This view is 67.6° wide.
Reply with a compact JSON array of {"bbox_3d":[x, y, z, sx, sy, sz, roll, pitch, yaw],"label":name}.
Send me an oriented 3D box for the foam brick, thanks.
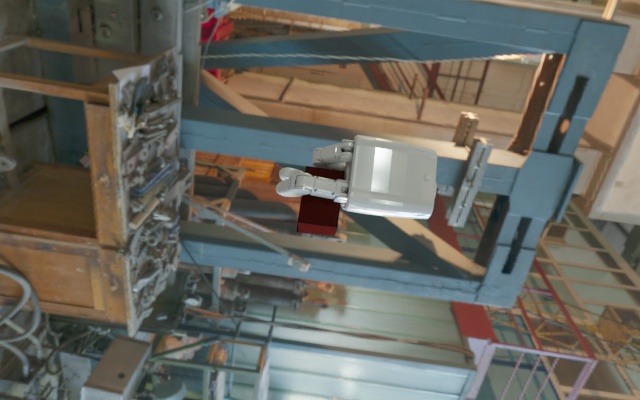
[{"bbox_3d":[0.000,0.002,0.619,0.051,0.078,0.053,9,-16,-1],"label":"foam brick"}]
